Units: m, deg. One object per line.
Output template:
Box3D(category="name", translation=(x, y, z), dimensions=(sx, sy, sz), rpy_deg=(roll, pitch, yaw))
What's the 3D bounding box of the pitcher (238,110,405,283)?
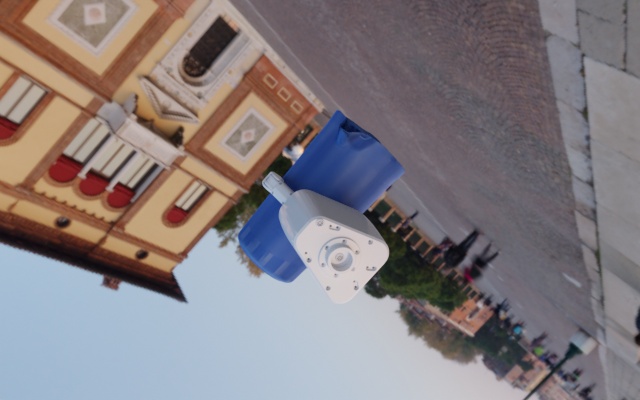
Box3D(category="pitcher", translation=(0.000, 0.002, 0.705), dimensions=(0.149, 0.243, 0.145), rpy_deg=(41, 4, -21))
